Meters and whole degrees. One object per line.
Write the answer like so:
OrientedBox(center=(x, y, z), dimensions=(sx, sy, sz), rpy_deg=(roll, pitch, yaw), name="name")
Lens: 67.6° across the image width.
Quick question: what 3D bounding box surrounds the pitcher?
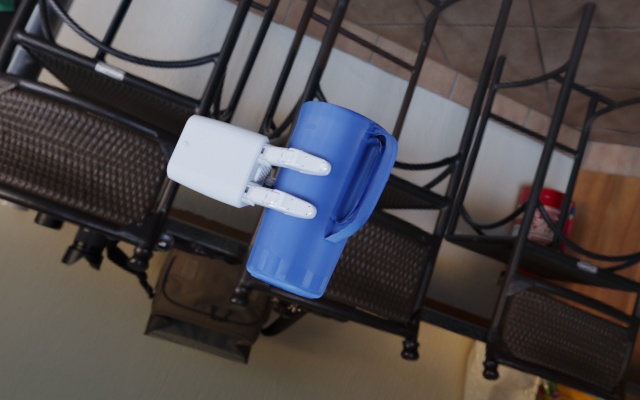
OrientedBox(center=(0.000, 0.002, 0.633), dimensions=(0.145, 0.243, 0.149), rpy_deg=(21, -7, 6), name="pitcher")
